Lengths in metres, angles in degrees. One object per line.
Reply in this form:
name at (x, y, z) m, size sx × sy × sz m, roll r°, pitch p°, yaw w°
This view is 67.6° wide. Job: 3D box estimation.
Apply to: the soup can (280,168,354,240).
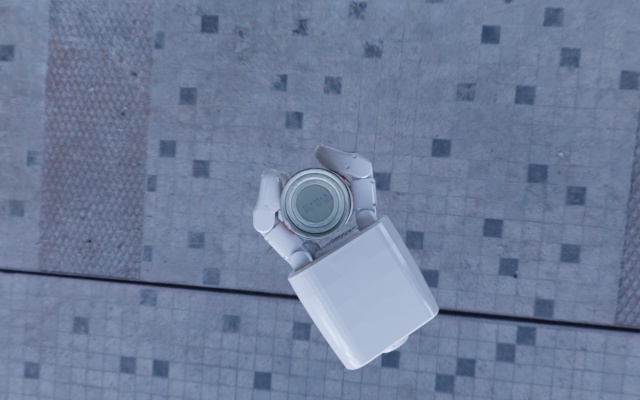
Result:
soup can at (0.000, 0.001, 0.482) m, size 0.068 × 0.068 × 0.102 m, roll 0°, pitch 2°, yaw 6°
